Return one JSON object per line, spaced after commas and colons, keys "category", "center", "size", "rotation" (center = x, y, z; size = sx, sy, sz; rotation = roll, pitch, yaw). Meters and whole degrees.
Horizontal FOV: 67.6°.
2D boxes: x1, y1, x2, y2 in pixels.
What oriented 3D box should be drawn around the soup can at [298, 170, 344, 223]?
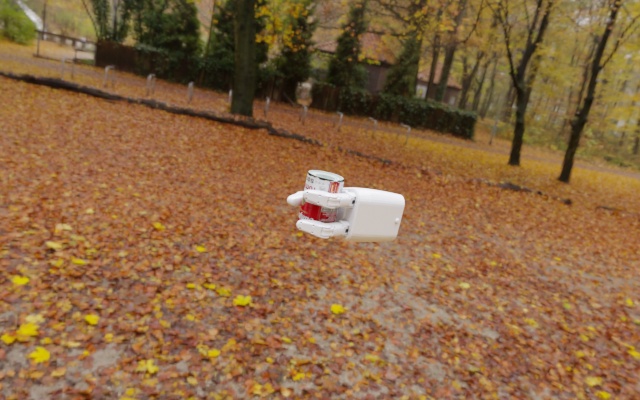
{"category": "soup can", "center": [0.000, 0.002, 0.862], "size": [0.068, 0.102, 0.068], "rotation": [11, 14, -3]}
